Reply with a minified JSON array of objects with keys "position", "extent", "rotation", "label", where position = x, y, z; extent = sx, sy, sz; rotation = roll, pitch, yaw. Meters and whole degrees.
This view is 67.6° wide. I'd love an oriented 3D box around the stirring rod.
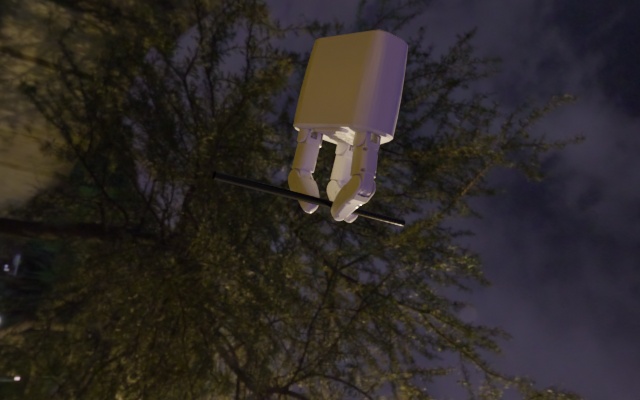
[{"position":[0.000,0.002,0.506],"extent":[0.239,0.011,0.011],"rotation":[14,-8,-32],"label":"stirring rod"}]
